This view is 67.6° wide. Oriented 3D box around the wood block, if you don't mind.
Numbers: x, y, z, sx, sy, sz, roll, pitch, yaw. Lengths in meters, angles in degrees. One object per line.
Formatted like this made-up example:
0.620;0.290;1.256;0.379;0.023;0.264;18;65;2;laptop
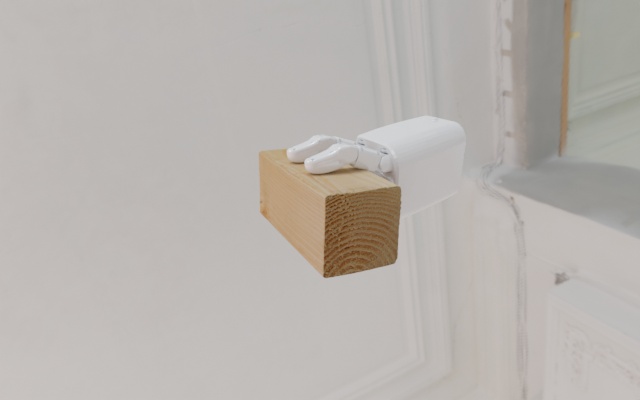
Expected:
0.000;0.002;0.571;0.090;0.091;0.206;-8;20;-23;wood block
